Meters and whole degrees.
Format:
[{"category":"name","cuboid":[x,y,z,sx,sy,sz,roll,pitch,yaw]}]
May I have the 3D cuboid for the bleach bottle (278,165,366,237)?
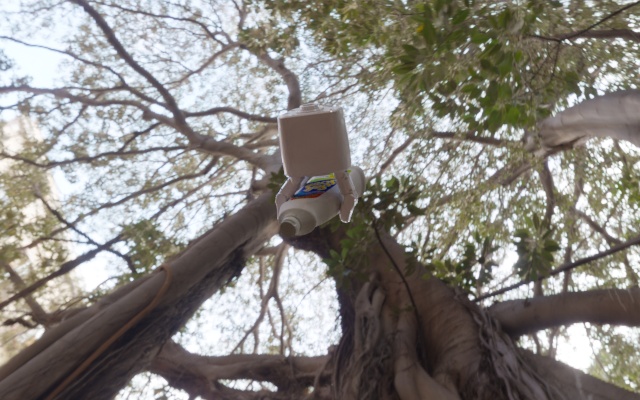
[{"category":"bleach bottle","cuboid":[0.000,0.003,0.868,0.102,0.068,0.250,0,21,22]}]
